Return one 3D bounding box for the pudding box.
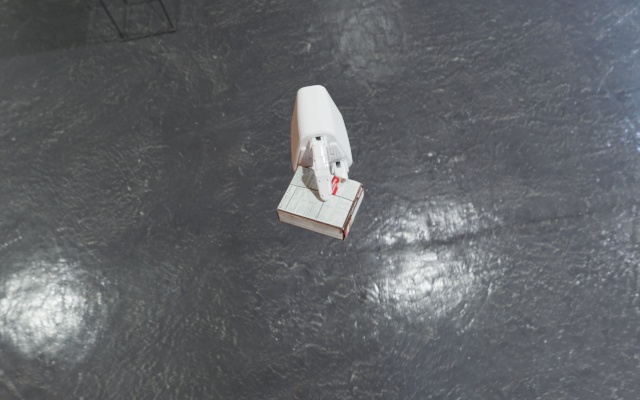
[{"bbox_3d":[0.000,0.002,0.735,0.113,0.090,0.039,15,-29,17],"label":"pudding box"}]
